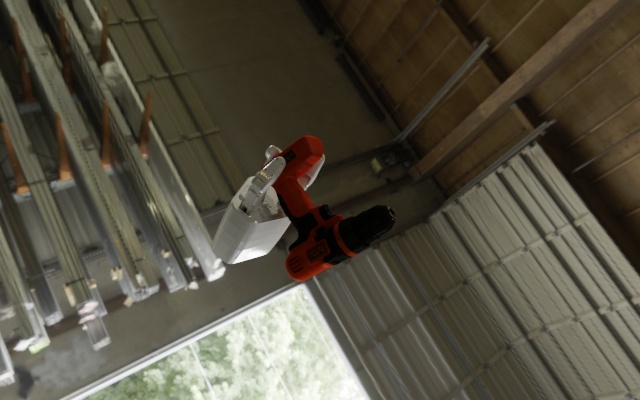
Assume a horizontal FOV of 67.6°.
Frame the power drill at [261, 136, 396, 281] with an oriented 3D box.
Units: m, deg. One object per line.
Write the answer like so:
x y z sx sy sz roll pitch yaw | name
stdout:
0.000 0.002 0.697 0.184 0.187 0.057 -32 -21 23 | power drill
